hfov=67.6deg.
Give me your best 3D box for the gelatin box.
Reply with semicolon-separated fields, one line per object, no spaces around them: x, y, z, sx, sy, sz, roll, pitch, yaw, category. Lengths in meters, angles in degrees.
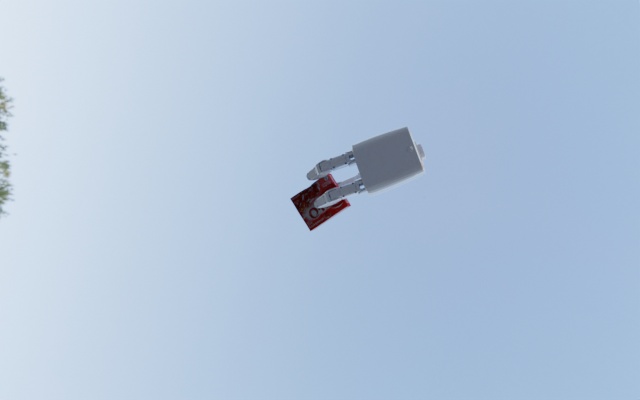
0.000;0.003;0.886;0.089;0.073;0.030;-34;-7;12;gelatin box
